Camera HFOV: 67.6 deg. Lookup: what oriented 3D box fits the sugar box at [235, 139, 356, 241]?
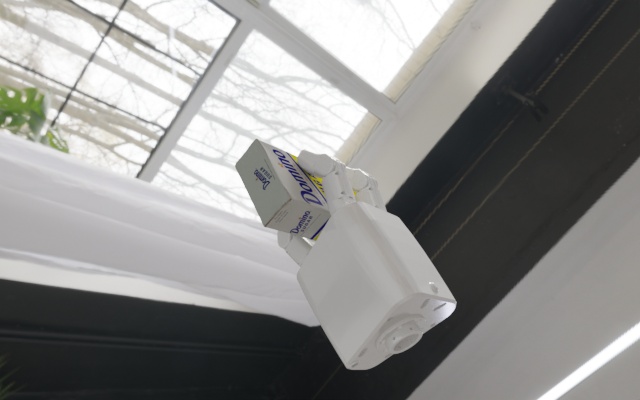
[{"bbox_3d":[0.001,0.001,0.514,0.176,0.048,0.093,23,28,-47],"label":"sugar box"}]
